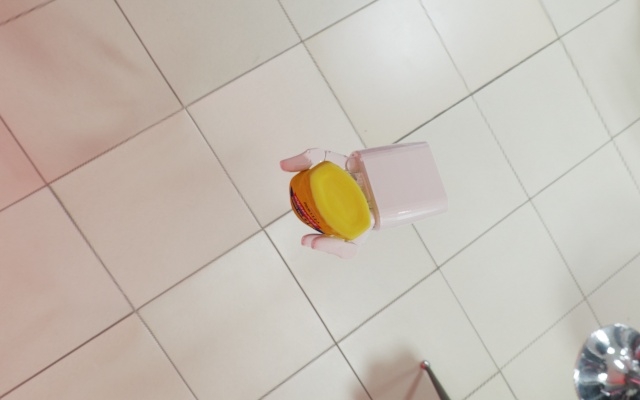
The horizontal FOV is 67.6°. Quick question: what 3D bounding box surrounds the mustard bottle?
[{"bbox_3d":[0.000,0.002,0.632,0.058,0.096,0.191,-37,8,-12],"label":"mustard bottle"}]
